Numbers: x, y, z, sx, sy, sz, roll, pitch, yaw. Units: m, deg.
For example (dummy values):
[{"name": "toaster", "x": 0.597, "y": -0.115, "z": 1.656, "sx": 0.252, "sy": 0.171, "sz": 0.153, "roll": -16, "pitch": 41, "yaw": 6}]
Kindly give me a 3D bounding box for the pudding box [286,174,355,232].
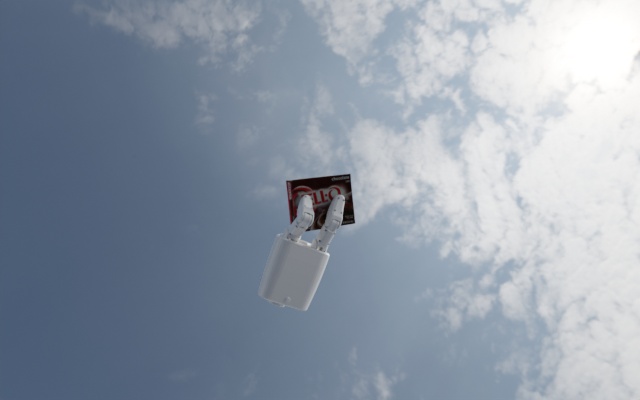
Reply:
[{"name": "pudding box", "x": 0.000, "y": 0.003, "z": 0.833, "sx": 0.113, "sy": 0.090, "sz": 0.039, "roll": -8, "pitch": 6, "yaw": -21}]
